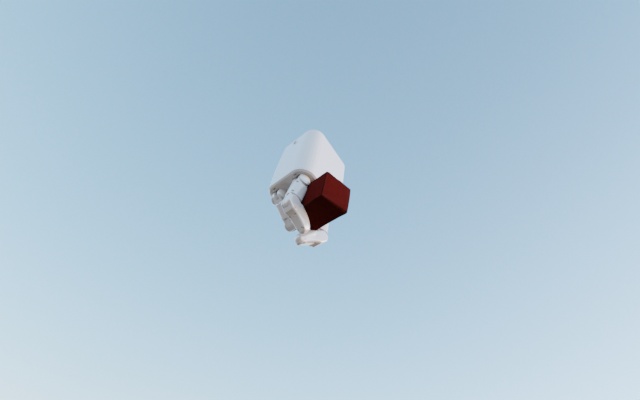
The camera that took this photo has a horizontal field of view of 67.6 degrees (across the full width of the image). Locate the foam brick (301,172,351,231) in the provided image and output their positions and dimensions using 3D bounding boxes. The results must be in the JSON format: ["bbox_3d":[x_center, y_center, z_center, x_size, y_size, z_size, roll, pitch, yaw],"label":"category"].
[{"bbox_3d":[0.000,0.002,0.734,0.053,0.051,0.078,37,-46,-24],"label":"foam brick"}]
